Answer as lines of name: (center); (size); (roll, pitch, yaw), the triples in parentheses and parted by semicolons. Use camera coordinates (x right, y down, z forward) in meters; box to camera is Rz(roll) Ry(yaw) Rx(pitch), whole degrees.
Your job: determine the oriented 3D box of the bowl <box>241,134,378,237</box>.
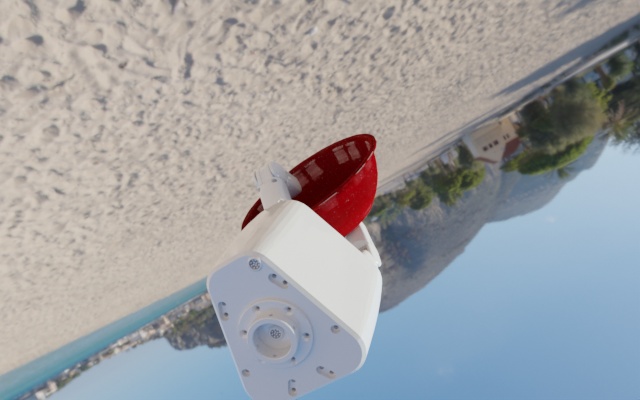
bowl: (0.001, 0.001, 0.484); (0.162, 0.055, 0.162); (-32, 19, 13)
